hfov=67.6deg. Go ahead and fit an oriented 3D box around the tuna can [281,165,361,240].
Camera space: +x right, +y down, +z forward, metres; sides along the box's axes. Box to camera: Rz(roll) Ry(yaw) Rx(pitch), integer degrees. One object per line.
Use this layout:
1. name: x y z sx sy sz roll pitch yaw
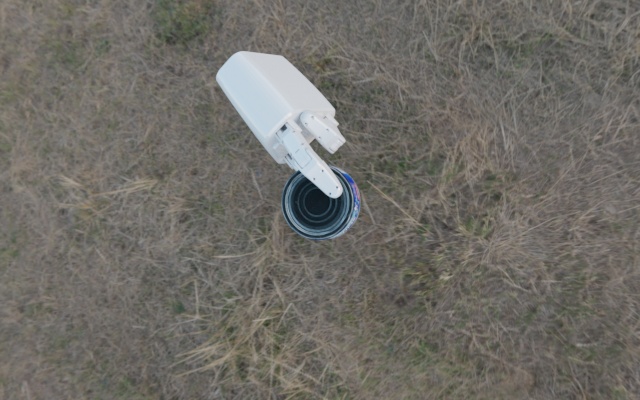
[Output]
1. tuna can: 0.000 0.002 0.536 0.086 0.086 0.034 0 -1 16
